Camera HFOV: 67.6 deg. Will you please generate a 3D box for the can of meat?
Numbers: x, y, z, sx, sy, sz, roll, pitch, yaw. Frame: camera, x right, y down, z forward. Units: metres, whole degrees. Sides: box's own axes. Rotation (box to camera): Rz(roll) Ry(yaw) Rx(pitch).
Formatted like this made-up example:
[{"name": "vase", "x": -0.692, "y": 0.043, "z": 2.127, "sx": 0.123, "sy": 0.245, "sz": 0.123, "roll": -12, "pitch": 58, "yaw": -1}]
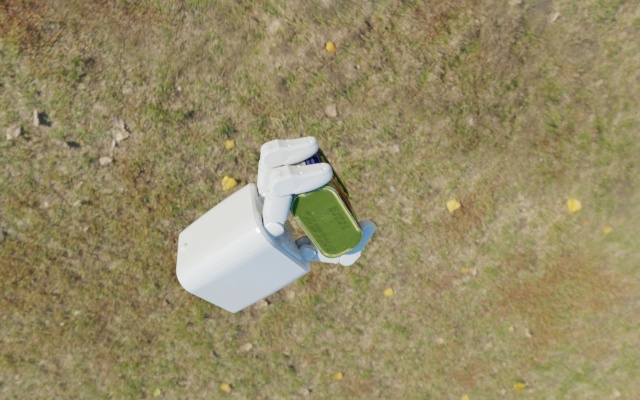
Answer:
[{"name": "can of meat", "x": 0.000, "y": 0.002, "z": 0.523, "sx": 0.057, "sy": 0.102, "sz": 0.084, "roll": -30, "pitch": 35, "yaw": 7}]
